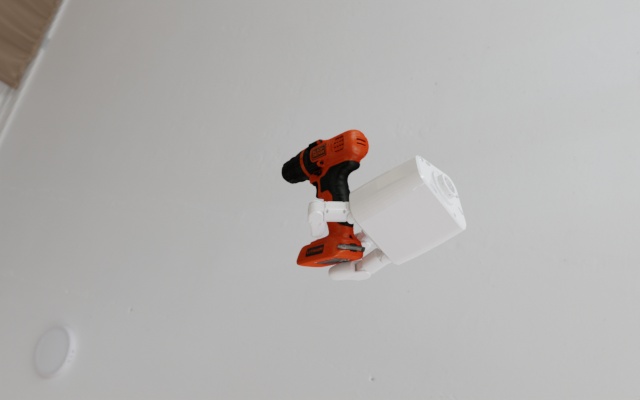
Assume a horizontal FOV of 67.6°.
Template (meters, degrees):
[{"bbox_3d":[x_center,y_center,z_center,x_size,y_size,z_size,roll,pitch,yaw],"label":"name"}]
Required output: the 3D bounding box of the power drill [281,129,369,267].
[{"bbox_3d":[0.000,0.003,0.714,0.057,0.187,0.184,8,-18,-36],"label":"power drill"}]
